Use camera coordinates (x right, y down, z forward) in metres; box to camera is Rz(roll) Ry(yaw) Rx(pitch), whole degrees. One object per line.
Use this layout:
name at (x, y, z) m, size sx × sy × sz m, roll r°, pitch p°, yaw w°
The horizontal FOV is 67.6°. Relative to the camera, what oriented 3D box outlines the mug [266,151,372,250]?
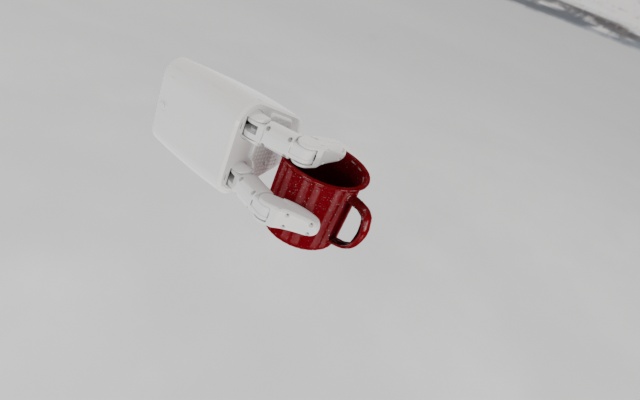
mug at (0.001, 0.003, 0.472) m, size 0.117 × 0.081 × 0.093 m, roll 37°, pitch 32°, yaw 23°
